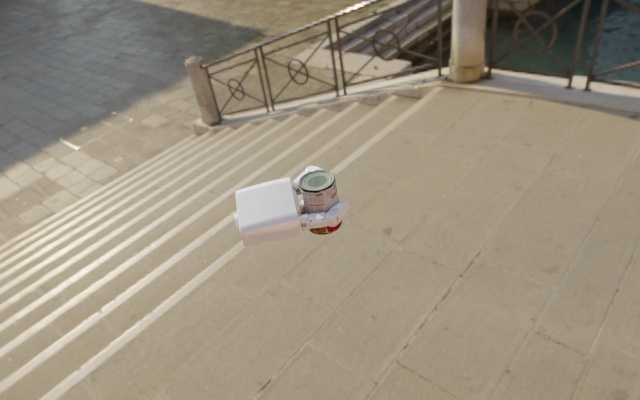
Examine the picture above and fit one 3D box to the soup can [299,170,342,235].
[{"bbox_3d":[0.001,0.003,0.875,0.068,0.102,0.068,-7,37,5],"label":"soup can"}]
